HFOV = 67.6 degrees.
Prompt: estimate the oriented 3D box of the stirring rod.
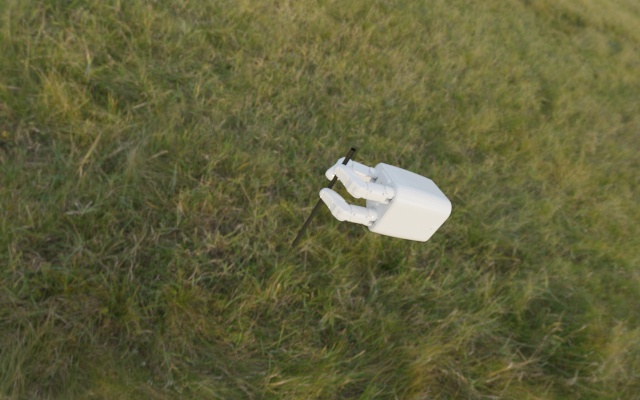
[{"bbox_3d":[0.000,0.003,0.791,0.011,0.011,0.240,0,-41,-33],"label":"stirring rod"}]
